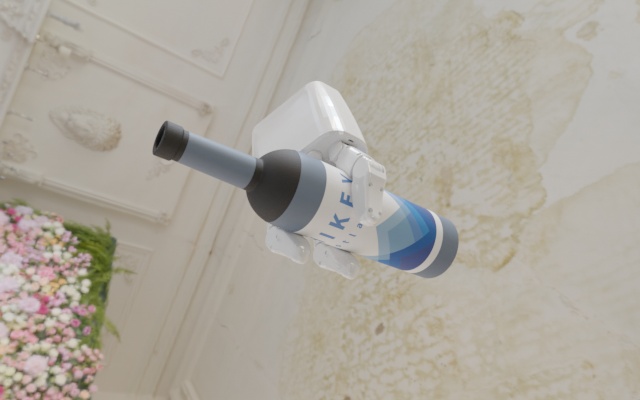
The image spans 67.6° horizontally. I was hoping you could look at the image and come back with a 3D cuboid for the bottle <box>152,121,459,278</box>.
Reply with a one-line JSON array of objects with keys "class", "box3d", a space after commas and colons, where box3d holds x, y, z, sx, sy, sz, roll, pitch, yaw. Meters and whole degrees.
[{"class": "bottle", "box3d": [0.000, 0.002, 0.423, 0.296, 0.069, 0.069, 22, -12, -30]}]
